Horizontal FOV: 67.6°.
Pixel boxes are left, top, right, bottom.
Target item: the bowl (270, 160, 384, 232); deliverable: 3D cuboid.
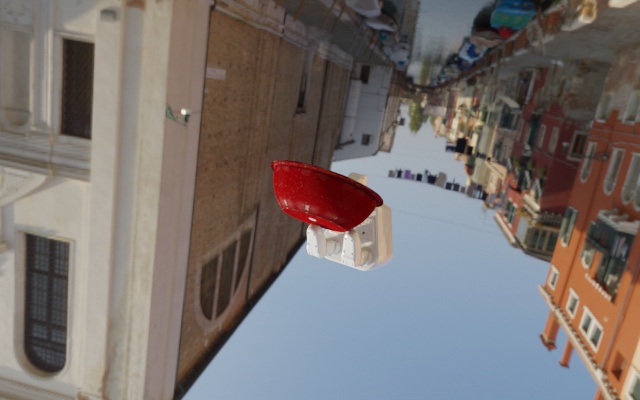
[{"bbox_3d":[-0.001,0.002,0.642,0.162,0.055,0.162,19,-10,4],"label":"bowl"}]
